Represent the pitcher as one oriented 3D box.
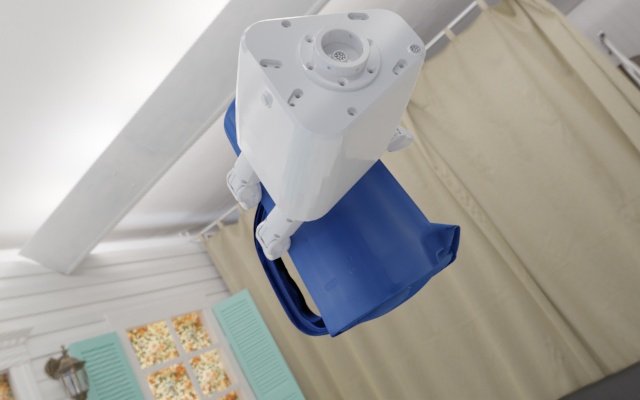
[{"bbox_3d":[0.000,0.001,0.461,0.149,0.242,0.145,-28,-18,-17],"label":"pitcher"}]
